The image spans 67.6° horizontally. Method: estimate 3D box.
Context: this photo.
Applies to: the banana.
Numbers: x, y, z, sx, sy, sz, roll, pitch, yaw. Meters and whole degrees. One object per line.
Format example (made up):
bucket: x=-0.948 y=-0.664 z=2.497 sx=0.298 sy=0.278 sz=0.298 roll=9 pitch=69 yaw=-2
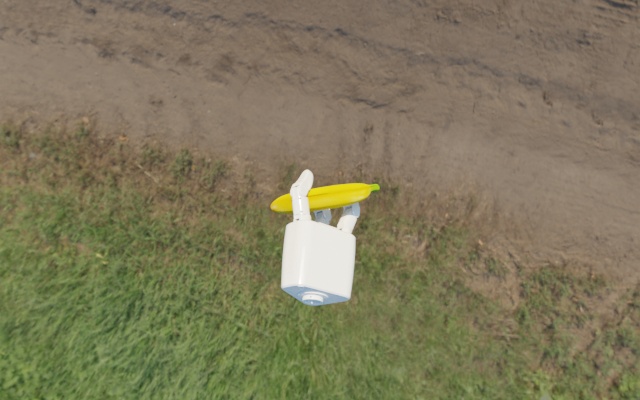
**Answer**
banana: x=-0.002 y=0.000 z=0.803 sx=0.198 sy=0.037 sz=0.069 roll=-8 pitch=-9 yaw=16
